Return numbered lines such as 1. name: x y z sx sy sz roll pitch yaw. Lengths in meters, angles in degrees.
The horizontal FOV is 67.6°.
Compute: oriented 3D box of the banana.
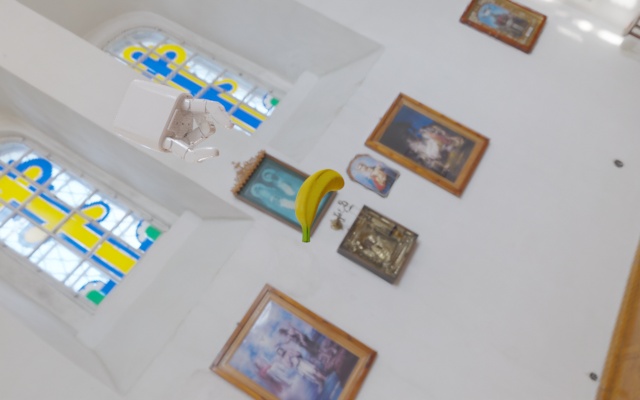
1. banana: -0.001 -0.012 0.754 0.037 0.070 0.197 9 30 18
